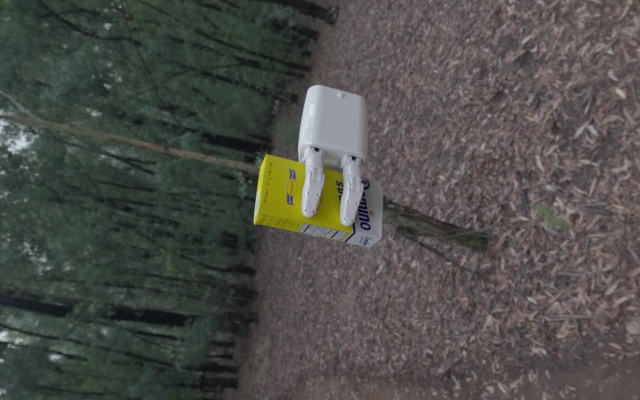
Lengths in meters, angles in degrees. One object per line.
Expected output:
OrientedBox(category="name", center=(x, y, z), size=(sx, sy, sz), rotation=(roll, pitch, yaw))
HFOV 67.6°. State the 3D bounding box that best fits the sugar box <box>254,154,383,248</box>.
OrientedBox(category="sugar box", center=(0.000, 0.002, 0.665), size=(0.176, 0.093, 0.048), rotation=(11, -29, -13))
